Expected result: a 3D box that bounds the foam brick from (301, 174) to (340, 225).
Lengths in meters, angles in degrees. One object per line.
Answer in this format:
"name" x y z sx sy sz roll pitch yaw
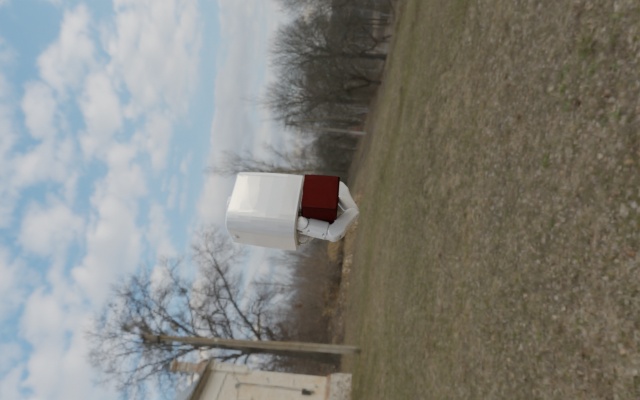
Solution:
"foam brick" 0.000 0.002 0.704 0.051 0.053 0.078 6 -24 3
